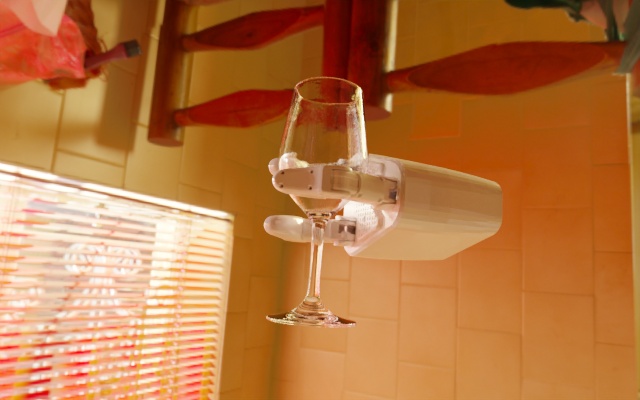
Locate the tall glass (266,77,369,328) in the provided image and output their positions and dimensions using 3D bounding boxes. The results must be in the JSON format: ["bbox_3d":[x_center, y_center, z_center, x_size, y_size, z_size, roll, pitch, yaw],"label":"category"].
[{"bbox_3d":[0.000,0.002,0.408,0.079,0.201,0.079,4,-8,1],"label":"tall glass"}]
